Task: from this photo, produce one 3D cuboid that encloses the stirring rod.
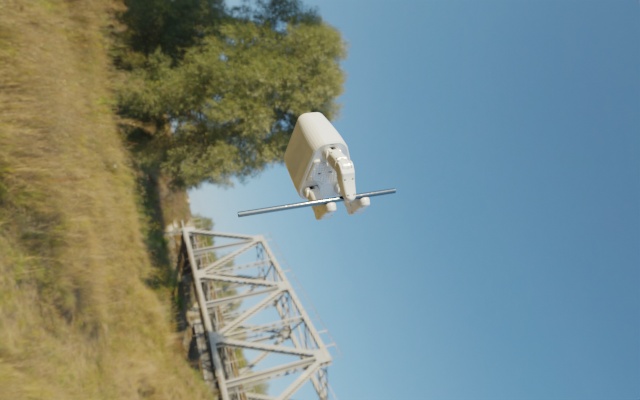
[{"bbox_3d":[0.000,0.002,0.693,0.239,0.011,0.011,-9,3,-18],"label":"stirring rod"}]
